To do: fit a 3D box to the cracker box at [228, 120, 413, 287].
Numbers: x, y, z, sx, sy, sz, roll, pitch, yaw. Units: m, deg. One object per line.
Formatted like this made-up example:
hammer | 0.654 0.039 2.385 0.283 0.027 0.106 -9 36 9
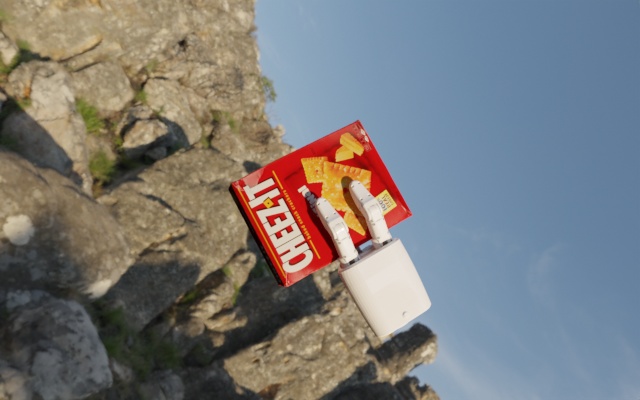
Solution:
cracker box | 0.000 0.002 0.692 0.213 0.164 0.072 -28 -1 -15
